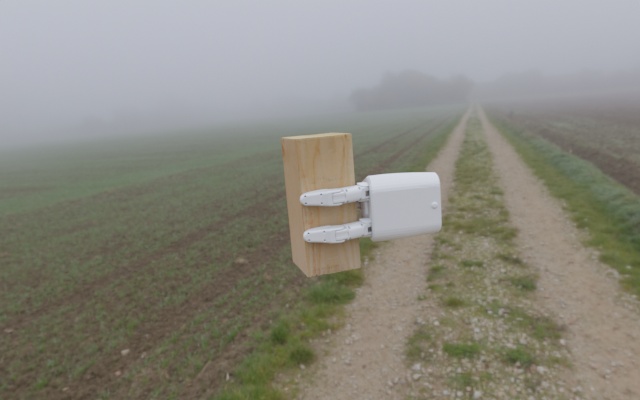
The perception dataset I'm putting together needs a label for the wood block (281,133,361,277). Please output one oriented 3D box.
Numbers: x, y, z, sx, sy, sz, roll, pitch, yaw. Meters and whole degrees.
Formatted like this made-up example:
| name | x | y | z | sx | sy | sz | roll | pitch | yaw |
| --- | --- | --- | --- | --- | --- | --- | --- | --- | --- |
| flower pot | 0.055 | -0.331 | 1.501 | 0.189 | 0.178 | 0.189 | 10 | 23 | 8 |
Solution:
| name | x | y | z | sx | sy | sz | roll | pitch | yaw |
| --- | --- | --- | --- | --- | --- | --- | --- | --- | --- |
| wood block | 0.000 | 0.002 | 0.744 | 0.090 | 0.206 | 0.091 | -8 | 11 | -16 |
